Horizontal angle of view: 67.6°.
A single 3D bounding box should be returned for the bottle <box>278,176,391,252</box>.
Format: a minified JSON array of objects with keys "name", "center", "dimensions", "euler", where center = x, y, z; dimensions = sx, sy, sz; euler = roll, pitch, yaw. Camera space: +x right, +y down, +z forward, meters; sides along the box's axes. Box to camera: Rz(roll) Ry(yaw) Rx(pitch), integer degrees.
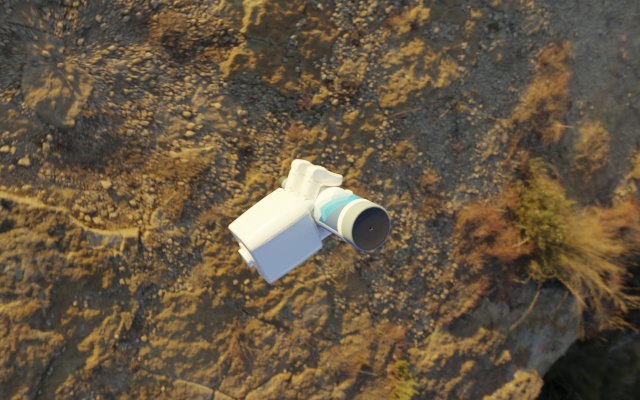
[{"name":"bottle","center":[0.000,0.003,0.774],"dimensions":[0.069,0.069,0.295],"euler":[0,14,-29]}]
